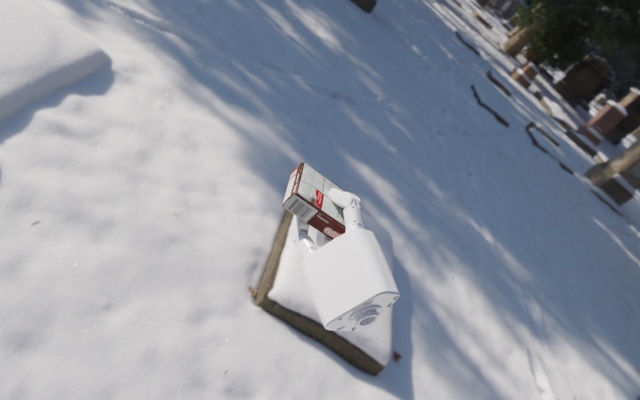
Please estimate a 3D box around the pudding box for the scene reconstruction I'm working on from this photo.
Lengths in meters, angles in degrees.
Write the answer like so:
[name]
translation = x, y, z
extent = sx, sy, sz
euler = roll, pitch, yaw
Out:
[pudding box]
translation = 0.000, 0.002, 0.754
extent = 0.113, 0.090, 0.039
euler = 36, -58, -19
